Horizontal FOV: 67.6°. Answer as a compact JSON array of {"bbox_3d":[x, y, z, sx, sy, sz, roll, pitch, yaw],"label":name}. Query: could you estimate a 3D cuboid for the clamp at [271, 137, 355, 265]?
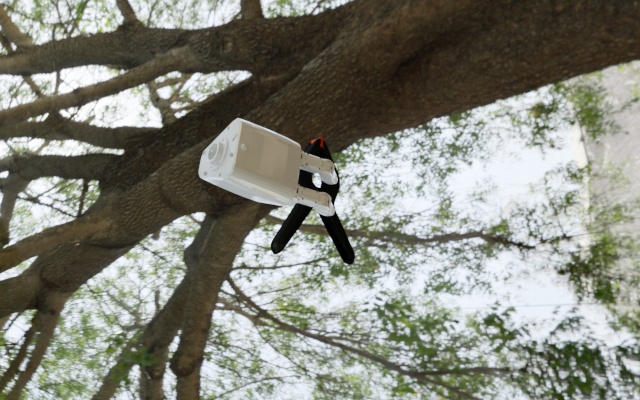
[{"bbox_3d":[-0.001,0.002,0.776,0.164,0.210,0.036,22,-25,-38],"label":"clamp"}]
